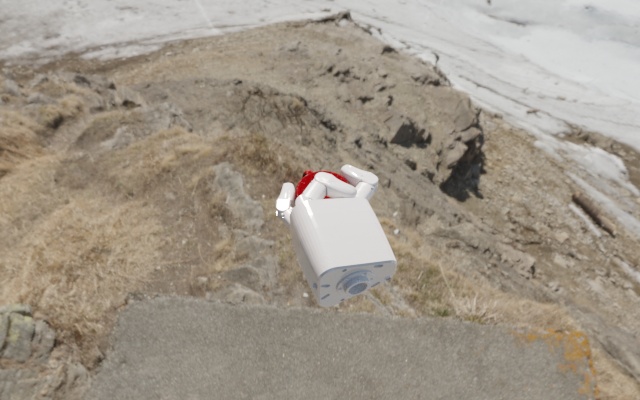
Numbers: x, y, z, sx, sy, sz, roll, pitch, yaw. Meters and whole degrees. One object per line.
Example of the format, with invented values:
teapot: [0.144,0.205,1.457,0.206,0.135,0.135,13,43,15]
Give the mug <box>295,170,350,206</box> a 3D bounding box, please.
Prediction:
mug: [0.000,0.001,0.709,0.093,0.117,0.082,-15,-38,-13]
